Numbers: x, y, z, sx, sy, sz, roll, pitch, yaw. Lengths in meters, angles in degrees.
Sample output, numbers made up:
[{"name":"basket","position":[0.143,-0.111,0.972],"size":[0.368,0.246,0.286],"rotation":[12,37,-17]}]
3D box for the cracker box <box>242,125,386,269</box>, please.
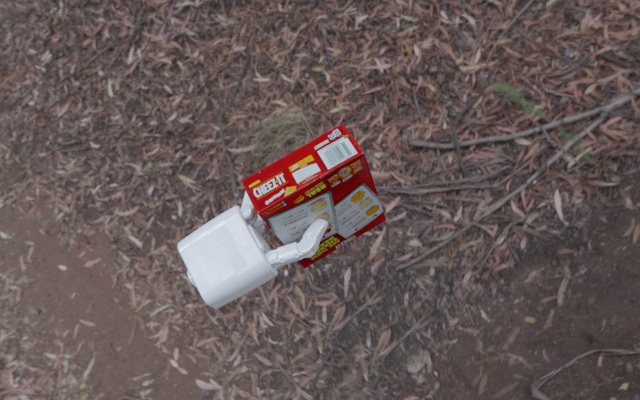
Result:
[{"name":"cracker box","position":[0.000,0.002,0.725],"size":[0.164,0.072,0.214],"rotation":[-30,-31,0]}]
